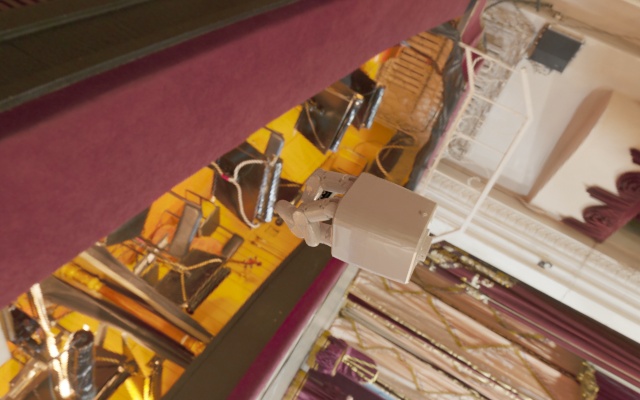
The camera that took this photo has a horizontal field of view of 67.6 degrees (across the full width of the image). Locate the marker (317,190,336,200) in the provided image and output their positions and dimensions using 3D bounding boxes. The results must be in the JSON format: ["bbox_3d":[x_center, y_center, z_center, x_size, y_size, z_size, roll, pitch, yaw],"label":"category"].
[{"bbox_3d":[0.000,0.002,0.678,0.020,0.020,0.121,0,31,30],"label":"marker"}]
